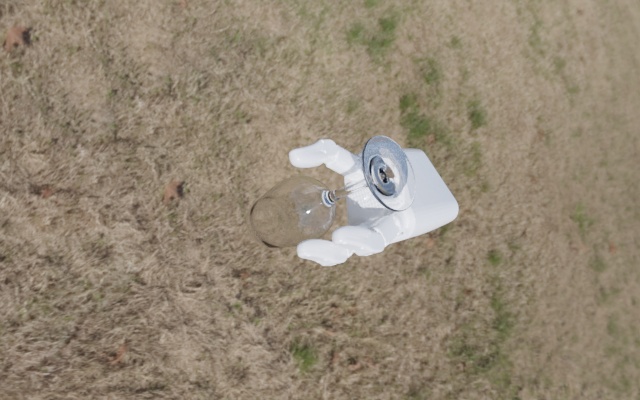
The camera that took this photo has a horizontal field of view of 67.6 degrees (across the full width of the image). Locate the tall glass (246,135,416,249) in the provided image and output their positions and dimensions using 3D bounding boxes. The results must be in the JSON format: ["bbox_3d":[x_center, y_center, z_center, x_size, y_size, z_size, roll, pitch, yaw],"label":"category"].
[{"bbox_3d":[0.000,0.001,0.511,0.079,0.079,0.201,0,-16,-43],"label":"tall glass"}]
